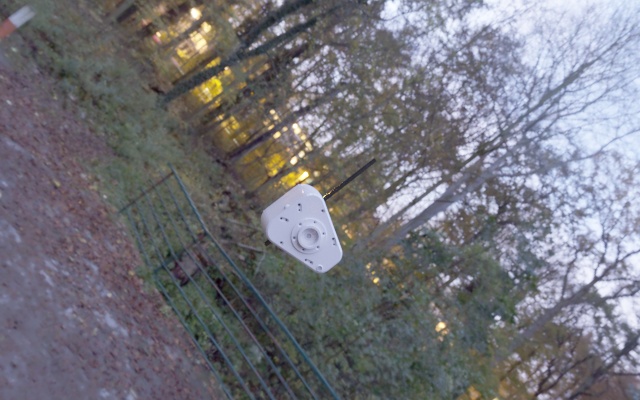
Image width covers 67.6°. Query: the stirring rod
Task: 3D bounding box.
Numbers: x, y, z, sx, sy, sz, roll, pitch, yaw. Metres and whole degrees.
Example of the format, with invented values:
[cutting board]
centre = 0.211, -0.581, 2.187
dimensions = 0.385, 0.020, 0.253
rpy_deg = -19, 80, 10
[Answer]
[stirring rod]
centre = 0.000, 0.003, 0.824
dimensions = 0.239, 0.011, 0.011
rpy_deg = -38, 2, -3
